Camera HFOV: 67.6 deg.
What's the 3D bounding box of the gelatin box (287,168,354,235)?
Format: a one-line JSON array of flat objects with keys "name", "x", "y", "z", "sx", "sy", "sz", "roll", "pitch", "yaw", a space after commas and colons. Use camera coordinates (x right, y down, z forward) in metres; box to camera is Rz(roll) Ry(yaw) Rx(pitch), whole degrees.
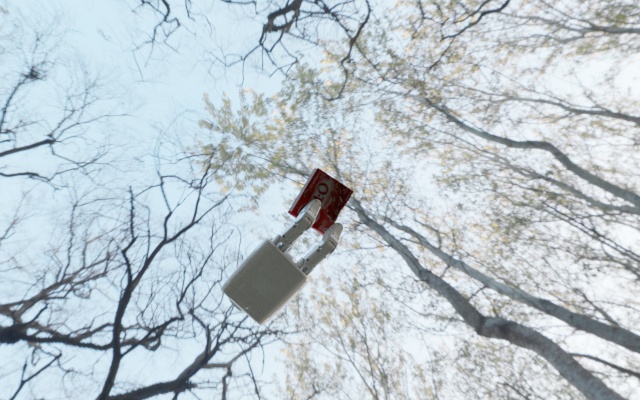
[{"name": "gelatin box", "x": 0.000, "y": 0.002, "z": 0.784, "sx": 0.073, "sy": 0.089, "sz": 0.030, "roll": 33, "pitch": -6, "yaw": -13}]
